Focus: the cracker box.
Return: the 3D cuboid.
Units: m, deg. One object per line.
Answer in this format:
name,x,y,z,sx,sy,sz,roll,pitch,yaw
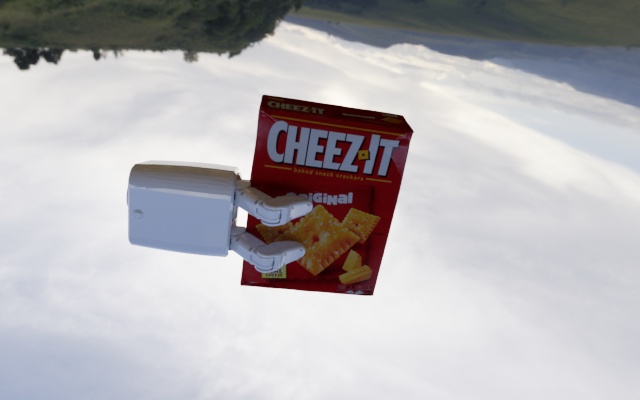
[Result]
cracker box,0.000,0.002,0.548,0.164,0.214,0.072,7,24,-7
